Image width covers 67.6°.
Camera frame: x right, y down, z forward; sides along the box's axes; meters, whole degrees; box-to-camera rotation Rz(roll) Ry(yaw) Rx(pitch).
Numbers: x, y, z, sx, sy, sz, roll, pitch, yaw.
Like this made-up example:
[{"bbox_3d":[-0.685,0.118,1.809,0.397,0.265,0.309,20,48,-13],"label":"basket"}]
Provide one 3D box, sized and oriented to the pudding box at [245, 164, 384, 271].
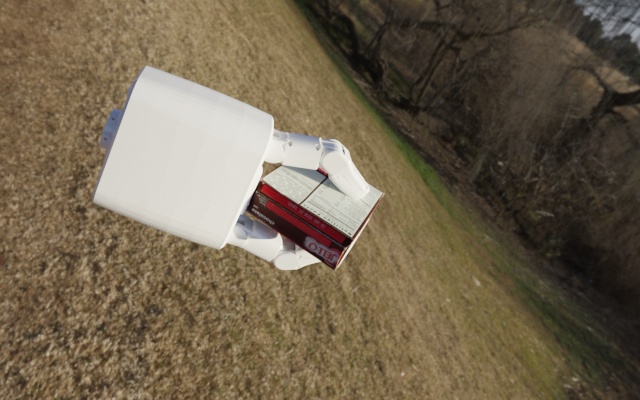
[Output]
[{"bbox_3d":[0.000,0.001,0.421,0.090,0.039,0.113,34,30,6],"label":"pudding box"}]
